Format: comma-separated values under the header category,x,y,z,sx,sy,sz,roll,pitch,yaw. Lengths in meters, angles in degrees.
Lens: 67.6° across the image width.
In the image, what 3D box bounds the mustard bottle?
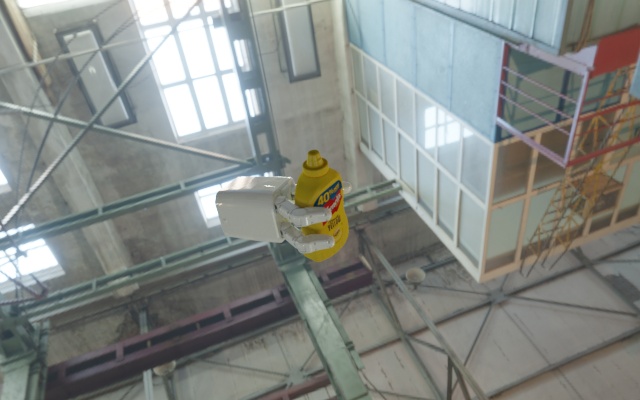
category,x,y,z,sx,sy,sz,roll,pitch,yaw
mustard bottle,0.000,0.003,0.784,0.058,0.192,0.096,22,46,35
